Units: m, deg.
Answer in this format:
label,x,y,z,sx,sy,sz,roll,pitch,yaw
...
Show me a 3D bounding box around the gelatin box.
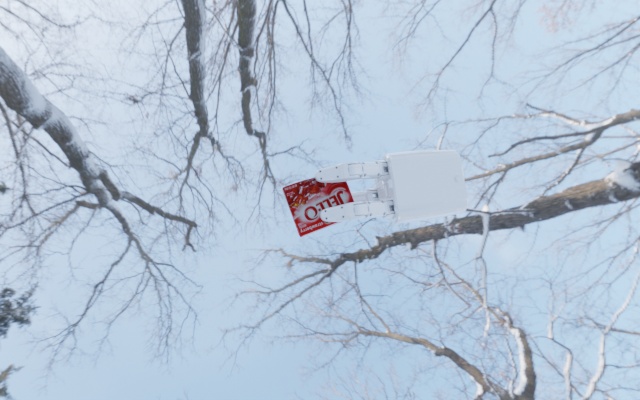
label,x,y,z,sx,sy,sz,roll,pitch,yaw
gelatin box,0.000,0.002,0.669,0.089,0.073,0.030,-20,-6,-5
